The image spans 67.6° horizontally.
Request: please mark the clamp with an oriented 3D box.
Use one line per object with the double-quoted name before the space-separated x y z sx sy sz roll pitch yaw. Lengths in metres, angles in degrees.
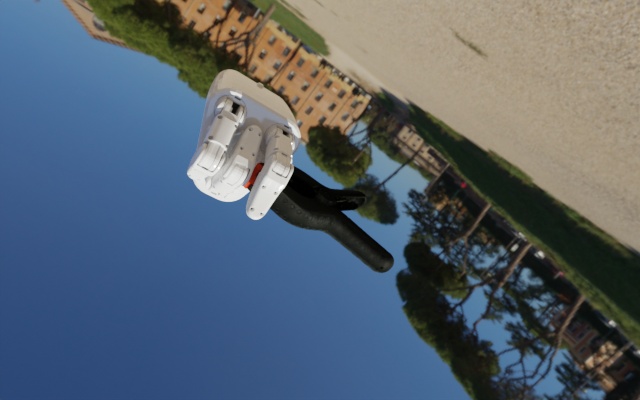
"clamp" 0.000 0.002 0.500 0.171 0.039 0.120 32 20 -23
